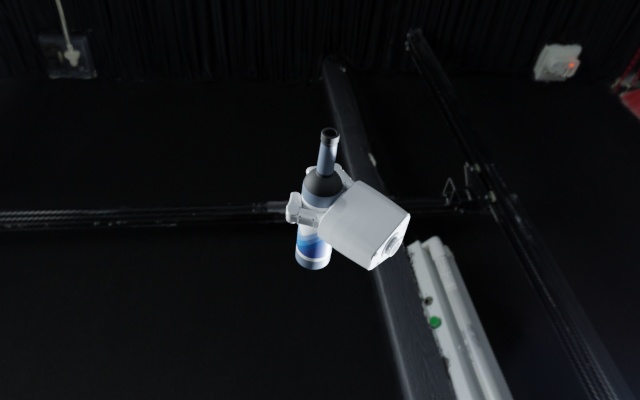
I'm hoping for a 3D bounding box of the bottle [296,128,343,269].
[{"bbox_3d":[0.000,0.003,0.816,0.069,0.069,0.296,4,-45,-4],"label":"bottle"}]
